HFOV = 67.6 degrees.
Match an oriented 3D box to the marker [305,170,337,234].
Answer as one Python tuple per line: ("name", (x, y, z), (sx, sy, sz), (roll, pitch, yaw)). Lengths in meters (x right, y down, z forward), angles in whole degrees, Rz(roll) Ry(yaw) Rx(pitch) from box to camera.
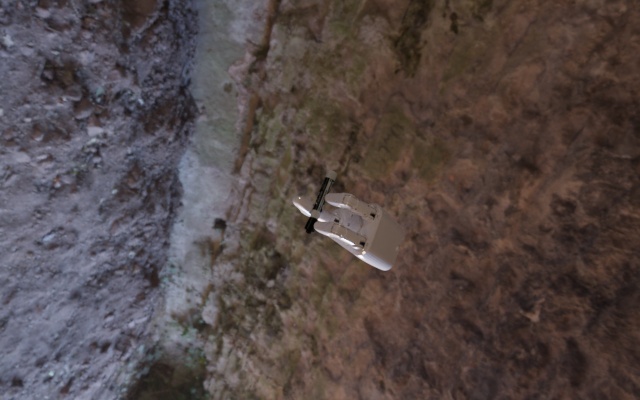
("marker", (0.000, 0.003, 0.851), (0.020, 0.121, 0.020), (21, -13, 5))
